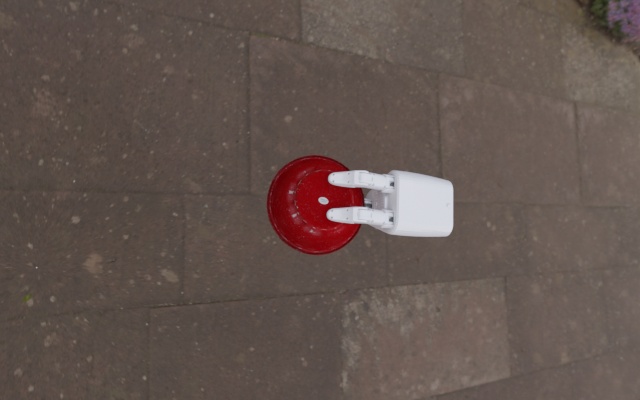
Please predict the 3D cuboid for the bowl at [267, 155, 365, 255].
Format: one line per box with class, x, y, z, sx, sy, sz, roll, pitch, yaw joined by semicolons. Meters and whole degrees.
bowl;-0.001;0.003;0.738;0.162;0.162;0.055;0;-9;-13
